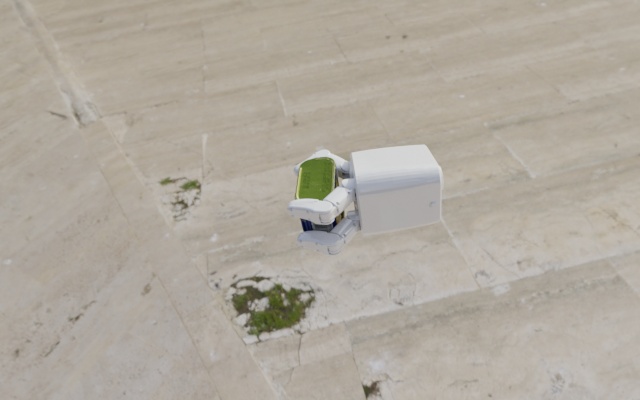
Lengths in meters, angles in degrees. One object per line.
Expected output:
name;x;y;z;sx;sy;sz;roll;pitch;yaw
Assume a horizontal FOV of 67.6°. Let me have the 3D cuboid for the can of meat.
can of meat;0.000;0.002;0.654;0.057;0.084;0.102;-5;42;7
